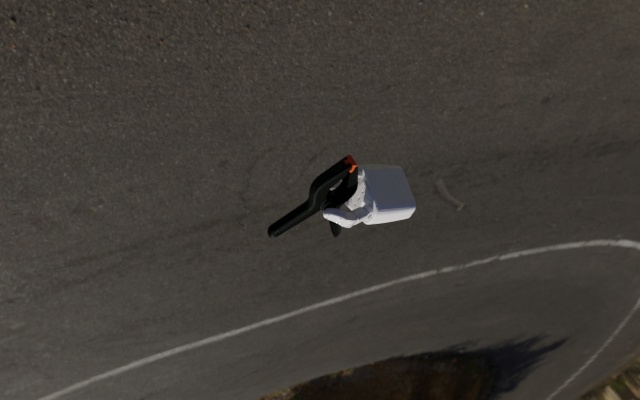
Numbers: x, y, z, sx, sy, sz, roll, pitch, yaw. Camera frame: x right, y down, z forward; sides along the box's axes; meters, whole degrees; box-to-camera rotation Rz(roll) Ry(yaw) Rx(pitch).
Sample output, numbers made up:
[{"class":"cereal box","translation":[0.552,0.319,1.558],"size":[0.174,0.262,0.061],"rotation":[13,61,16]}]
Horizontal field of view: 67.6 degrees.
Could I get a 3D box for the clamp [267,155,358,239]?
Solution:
[{"class":"clamp","translation":[0.001,0.003,0.875],"size":[0.164,0.036,0.210],"rotation":[-4,-41,-32]}]
